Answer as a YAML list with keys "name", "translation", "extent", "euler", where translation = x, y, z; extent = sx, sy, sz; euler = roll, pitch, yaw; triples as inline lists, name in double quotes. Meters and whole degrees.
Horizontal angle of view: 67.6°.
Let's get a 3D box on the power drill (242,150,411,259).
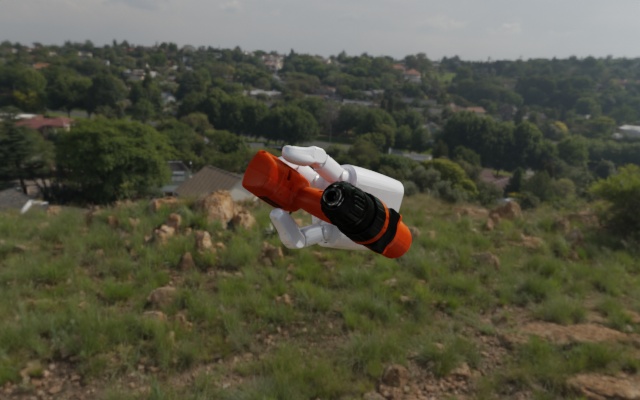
- name: "power drill"
  translation: [0.000, 0.002, 0.548]
  extent: [0.187, 0.057, 0.184]
  euler: [26, -6, 33]
